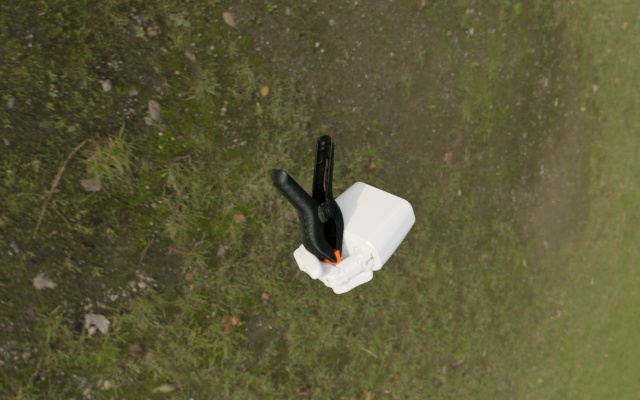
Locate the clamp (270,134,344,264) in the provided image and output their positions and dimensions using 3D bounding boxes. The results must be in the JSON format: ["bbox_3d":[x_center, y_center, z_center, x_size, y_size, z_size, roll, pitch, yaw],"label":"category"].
[{"bbox_3d":[0.001,0.002,0.625,0.039,0.172,0.120,11,43,39],"label":"clamp"}]
